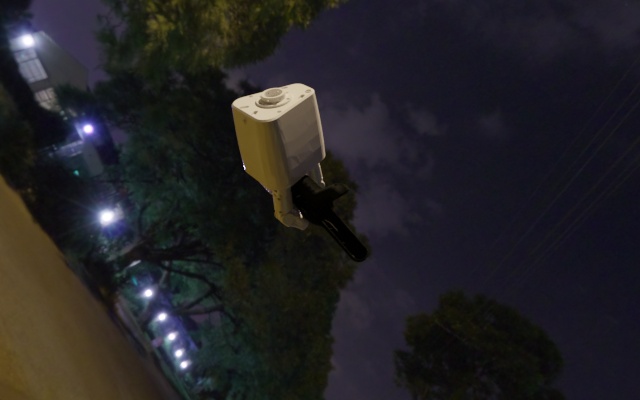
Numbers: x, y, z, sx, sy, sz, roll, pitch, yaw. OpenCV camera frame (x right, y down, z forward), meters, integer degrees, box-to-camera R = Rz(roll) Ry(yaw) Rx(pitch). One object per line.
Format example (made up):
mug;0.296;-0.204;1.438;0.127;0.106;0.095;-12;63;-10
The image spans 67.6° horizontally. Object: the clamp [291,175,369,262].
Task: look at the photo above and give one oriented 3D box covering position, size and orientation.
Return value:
clamp;0.001;0.002;0.657;0.039;0.120;0.171;-29;41;-26
